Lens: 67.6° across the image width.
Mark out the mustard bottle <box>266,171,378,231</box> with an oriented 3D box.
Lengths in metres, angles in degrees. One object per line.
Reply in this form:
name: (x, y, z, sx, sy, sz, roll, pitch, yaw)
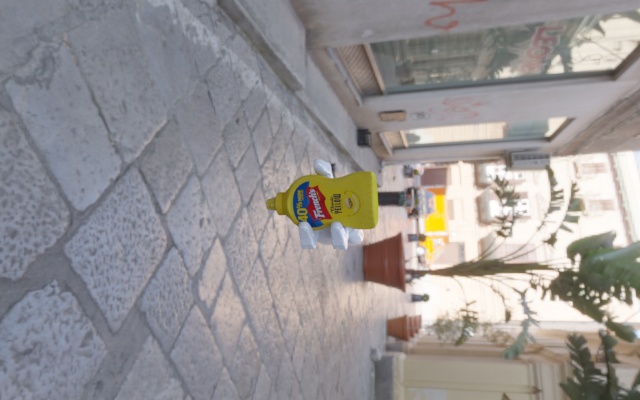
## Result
mustard bottle: (0.000, 0.003, 0.816, 0.191, 0.096, 0.058, -2, 10, 14)
